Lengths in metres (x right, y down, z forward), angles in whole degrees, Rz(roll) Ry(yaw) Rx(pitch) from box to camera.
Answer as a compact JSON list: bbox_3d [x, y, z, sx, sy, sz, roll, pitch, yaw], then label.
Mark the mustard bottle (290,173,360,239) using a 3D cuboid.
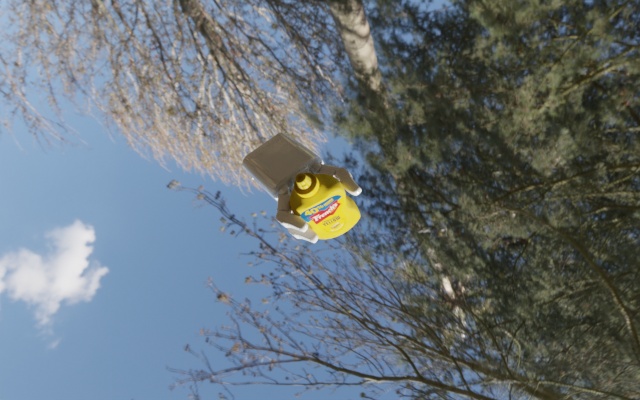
[{"bbox_3d":[0.000,0.003,0.831,0.096,0.058,0.192,-27,-31,8],"label":"mustard bottle"}]
